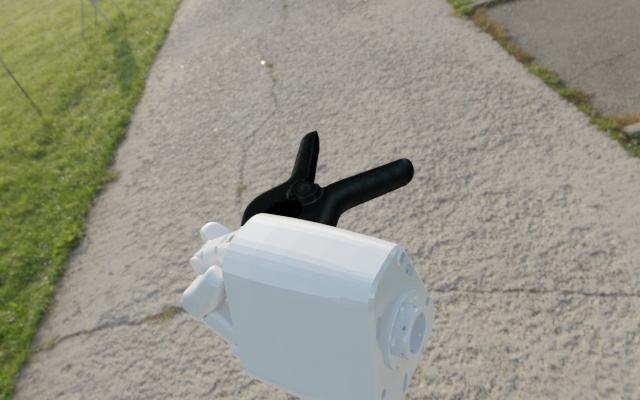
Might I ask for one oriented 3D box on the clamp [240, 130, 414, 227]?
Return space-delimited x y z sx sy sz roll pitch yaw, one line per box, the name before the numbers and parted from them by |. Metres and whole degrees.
clamp | 0.000 0.001 0.405 0.120 0.039 0.171 10 48 32
